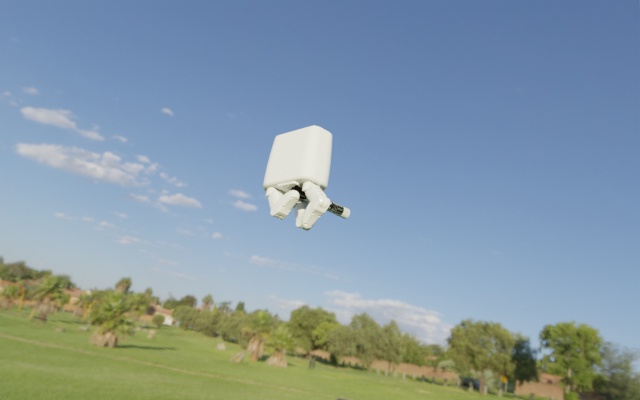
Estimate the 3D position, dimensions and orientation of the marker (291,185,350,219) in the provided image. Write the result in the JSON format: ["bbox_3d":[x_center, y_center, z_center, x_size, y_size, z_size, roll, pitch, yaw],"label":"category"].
[{"bbox_3d":[0.000,0.003,0.813,0.121,0.020,0.020,24,-14,-32],"label":"marker"}]
